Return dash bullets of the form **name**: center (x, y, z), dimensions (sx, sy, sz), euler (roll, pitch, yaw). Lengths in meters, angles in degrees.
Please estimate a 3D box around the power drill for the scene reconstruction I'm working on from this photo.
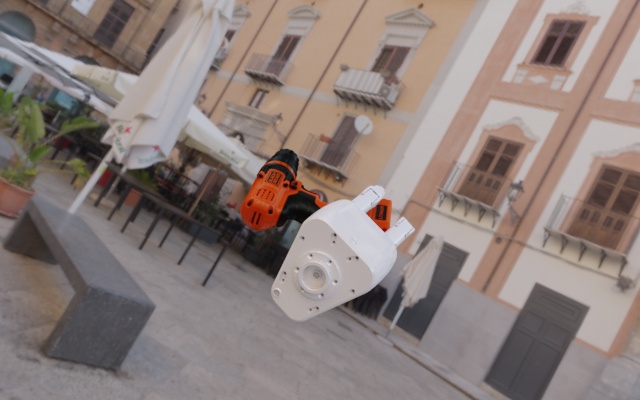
- **power drill**: center (0.001, 0.002, 0.644), dimensions (0.187, 0.057, 0.184), euler (19, 32, -1)
